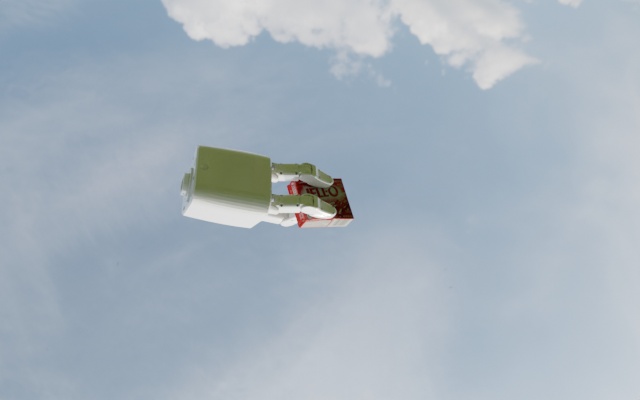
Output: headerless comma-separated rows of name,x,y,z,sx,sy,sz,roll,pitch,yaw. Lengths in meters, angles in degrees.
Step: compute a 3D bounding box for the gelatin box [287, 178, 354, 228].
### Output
gelatin box,0.000,0.003,0.729,0.089,0.073,0.030,0,-30,-32
